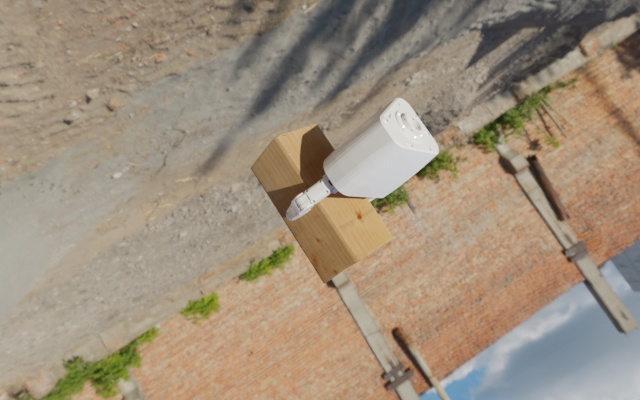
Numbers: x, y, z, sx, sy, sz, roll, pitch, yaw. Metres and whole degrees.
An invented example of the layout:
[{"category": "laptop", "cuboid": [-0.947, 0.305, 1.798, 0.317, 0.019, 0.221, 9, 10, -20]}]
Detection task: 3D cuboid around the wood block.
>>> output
[{"category": "wood block", "cuboid": [0.000, 0.002, 0.704, 0.091, 0.206, 0.090, -25, -12, -43]}]
